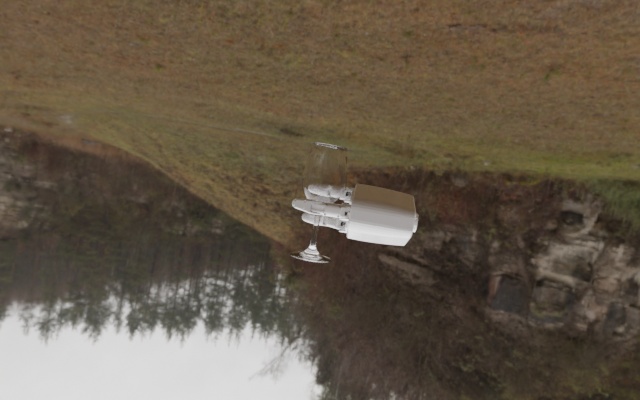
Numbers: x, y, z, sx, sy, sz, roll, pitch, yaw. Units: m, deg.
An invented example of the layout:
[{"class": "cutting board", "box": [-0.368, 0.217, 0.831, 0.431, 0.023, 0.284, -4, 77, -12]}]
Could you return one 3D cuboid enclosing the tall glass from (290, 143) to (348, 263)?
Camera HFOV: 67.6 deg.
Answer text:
[{"class": "tall glass", "box": [0.000, 0.003, 0.837, 0.079, 0.201, 0.079, 10, 3, 0]}]
